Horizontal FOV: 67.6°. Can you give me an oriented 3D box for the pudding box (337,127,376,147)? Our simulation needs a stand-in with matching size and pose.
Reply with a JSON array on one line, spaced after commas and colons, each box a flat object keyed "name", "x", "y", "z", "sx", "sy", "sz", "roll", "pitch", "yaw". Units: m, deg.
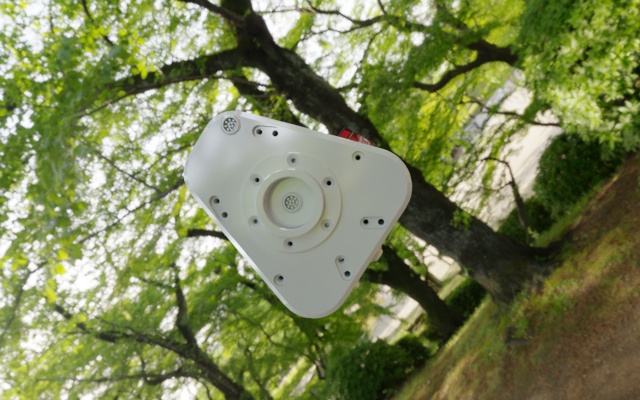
[{"name": "pudding box", "x": 0.000, "y": 0.001, "z": 0.417, "sx": 0.039, "sy": 0.113, "sz": 0.090, "roll": 33, "pitch": 33, "yaw": 1}]
